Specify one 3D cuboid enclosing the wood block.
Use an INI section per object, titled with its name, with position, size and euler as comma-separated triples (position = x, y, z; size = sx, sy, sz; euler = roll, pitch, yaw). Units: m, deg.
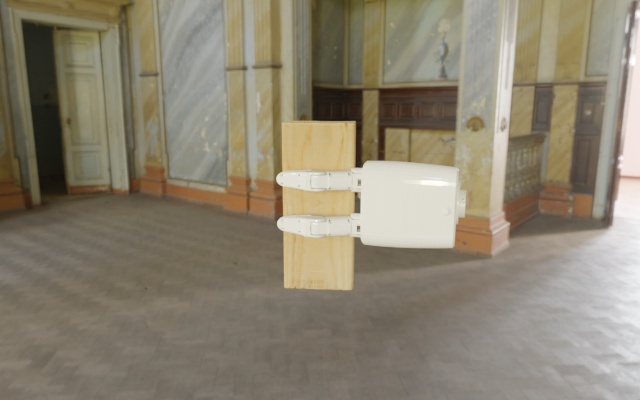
[wood block]
position = 0.001, 0.002, 0.620
size = 0.090, 0.206, 0.091
euler = 1, 11, 4
